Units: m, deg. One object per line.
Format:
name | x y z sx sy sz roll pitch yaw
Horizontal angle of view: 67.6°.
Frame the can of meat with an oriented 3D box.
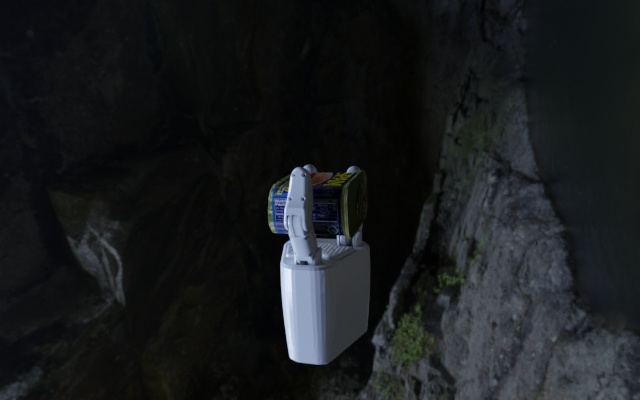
can of meat | 0.000 0.002 0.510 0.084 0.057 0.102 1 15 16
